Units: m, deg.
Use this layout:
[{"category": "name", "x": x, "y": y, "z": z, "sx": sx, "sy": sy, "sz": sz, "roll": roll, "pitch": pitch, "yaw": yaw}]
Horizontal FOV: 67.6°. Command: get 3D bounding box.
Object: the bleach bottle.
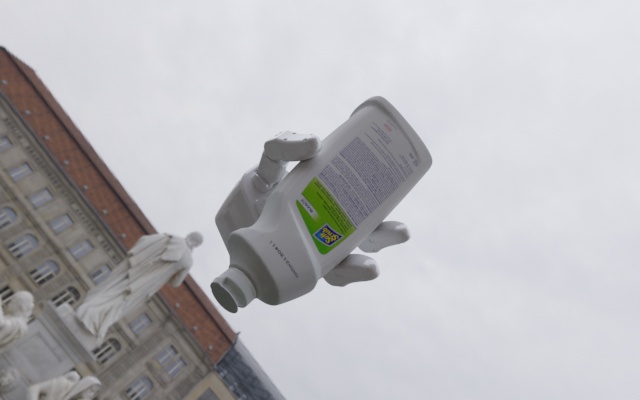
[{"category": "bleach bottle", "x": 0.000, "y": 0.001, "z": 0.426, "sx": 0.250, "sy": 0.102, "sz": 0.068, "roll": -40, "pitch": -1, "yaw": -37}]
